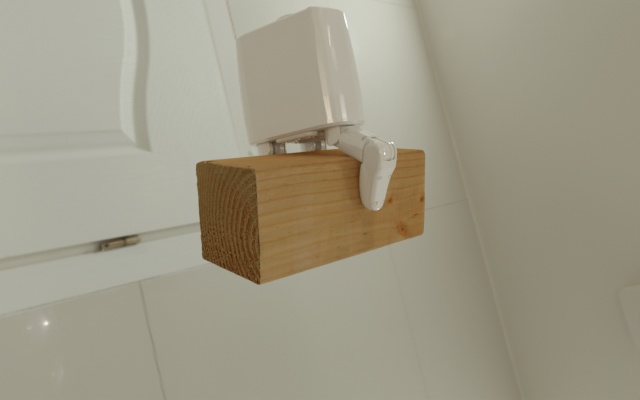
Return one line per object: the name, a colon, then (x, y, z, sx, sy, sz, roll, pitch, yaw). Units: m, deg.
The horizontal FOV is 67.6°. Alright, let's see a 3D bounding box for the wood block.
wood block: (0.000, 0.001, 0.448, 0.206, 0.090, 0.091, -11, 15, -41)
